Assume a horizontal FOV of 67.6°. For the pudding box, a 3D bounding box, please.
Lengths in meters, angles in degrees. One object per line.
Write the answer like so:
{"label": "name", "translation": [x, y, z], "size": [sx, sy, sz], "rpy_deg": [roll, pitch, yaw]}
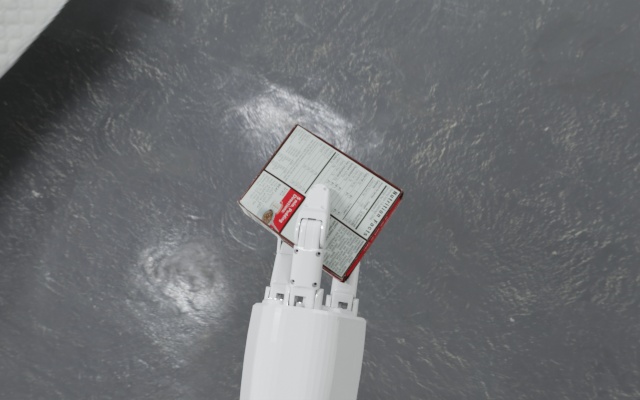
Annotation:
{"label": "pudding box", "translation": [0.000, 0.001, 0.406], "size": [0.113, 0.090, 0.039], "rpy_deg": [35, -9, 10]}
